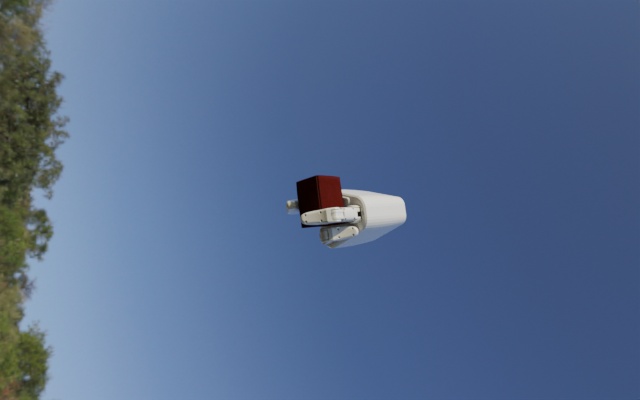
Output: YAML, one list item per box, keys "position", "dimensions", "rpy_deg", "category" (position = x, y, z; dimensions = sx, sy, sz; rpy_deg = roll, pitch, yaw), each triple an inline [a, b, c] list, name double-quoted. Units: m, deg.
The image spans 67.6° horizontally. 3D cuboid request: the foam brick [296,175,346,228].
- position: [0.000, 0.002, 0.761]
  dimensions: [0.051, 0.078, 0.053]
  rpy_deg: [-3, -6, -42]
  category: "foam brick"
